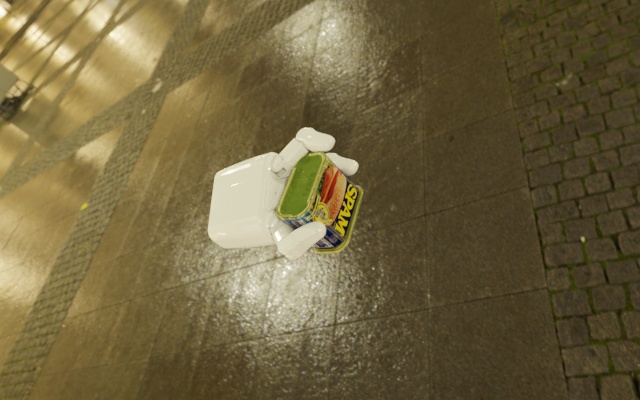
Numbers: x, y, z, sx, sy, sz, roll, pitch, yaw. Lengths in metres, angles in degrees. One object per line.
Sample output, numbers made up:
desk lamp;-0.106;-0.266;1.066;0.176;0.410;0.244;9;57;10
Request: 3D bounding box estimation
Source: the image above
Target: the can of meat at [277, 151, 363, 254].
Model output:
can of meat;0.000;0.002;0.596;0.057;0.102;0.084;-7;-37;40
